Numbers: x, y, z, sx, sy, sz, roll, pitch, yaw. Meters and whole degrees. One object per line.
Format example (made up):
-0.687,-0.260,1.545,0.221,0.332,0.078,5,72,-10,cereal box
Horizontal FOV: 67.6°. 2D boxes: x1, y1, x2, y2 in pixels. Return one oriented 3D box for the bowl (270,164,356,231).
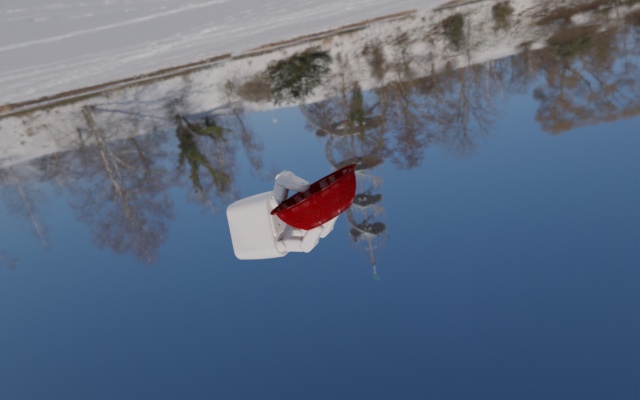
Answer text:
0.001,0.003,0.782,0.162,0.055,0.162,-30,7,4,bowl
